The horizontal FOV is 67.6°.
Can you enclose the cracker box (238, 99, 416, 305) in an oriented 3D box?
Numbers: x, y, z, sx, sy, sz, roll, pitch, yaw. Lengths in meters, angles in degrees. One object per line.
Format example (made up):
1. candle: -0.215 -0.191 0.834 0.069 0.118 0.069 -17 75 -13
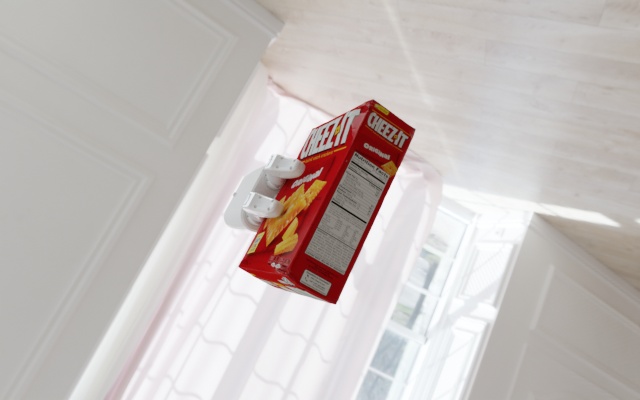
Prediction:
1. cracker box: 0.000 0.002 0.557 0.072 0.213 0.164 32 -16 -20
